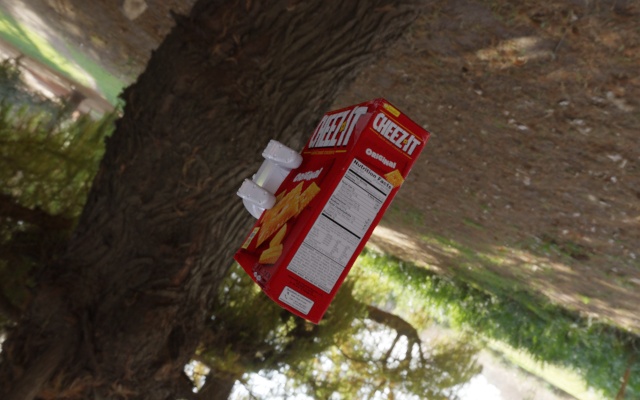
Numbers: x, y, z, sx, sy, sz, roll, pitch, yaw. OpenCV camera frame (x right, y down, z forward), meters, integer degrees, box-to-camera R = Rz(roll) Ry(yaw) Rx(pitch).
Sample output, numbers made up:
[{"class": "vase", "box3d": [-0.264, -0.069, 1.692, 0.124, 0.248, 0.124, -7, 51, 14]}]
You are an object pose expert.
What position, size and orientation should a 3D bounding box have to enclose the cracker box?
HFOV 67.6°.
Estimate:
[{"class": "cracker box", "box3d": [0.000, 0.002, 0.512, 0.072, 0.213, 0.164, 33, -6, -19]}]
